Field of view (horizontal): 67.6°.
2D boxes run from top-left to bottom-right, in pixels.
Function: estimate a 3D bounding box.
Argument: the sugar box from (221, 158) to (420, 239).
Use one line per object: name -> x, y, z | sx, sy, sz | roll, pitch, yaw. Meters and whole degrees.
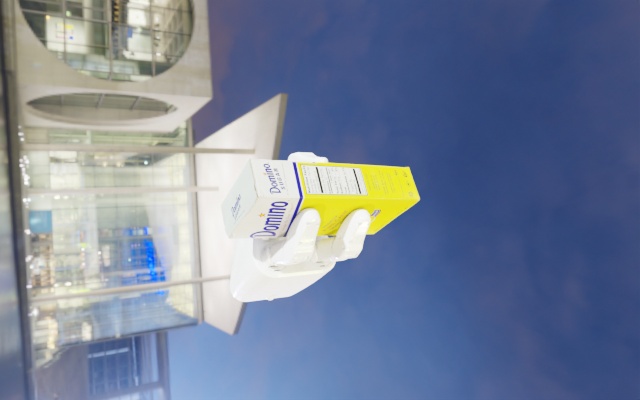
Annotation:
sugar box -> 0.000, 0.002, 0.475 | 0.176, 0.048, 0.093 | -3, -26, -30
